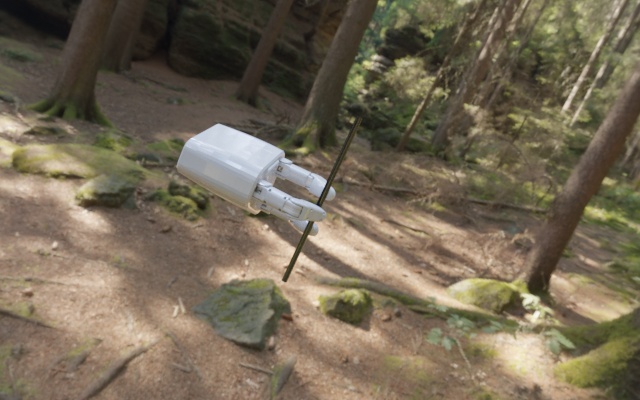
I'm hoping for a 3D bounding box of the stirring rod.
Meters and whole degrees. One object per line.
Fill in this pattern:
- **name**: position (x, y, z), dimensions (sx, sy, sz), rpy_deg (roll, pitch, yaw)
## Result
- **stirring rod**: position (0.000, 0.002, 0.627), dimensions (0.011, 0.239, 0.011), rpy_deg (24, 11, -5)
